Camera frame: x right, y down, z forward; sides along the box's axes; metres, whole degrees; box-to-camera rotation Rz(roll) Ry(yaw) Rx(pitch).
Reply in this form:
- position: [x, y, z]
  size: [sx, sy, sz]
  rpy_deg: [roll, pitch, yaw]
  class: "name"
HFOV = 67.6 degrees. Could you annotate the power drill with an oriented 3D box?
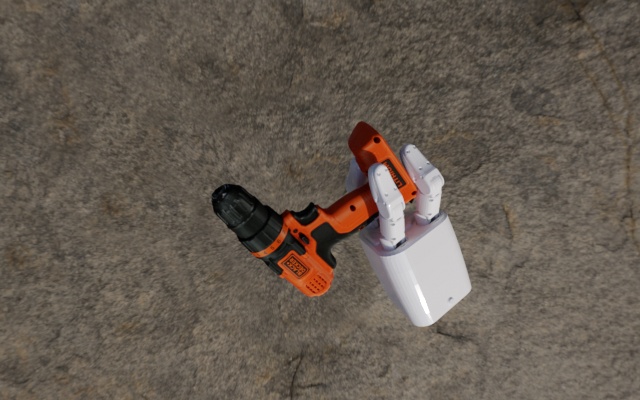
- position: [0.001, 0.002, 0.525]
  size: [0.184, 0.187, 0.057]
  rpy_deg: [47, 5, -35]
  class: "power drill"
